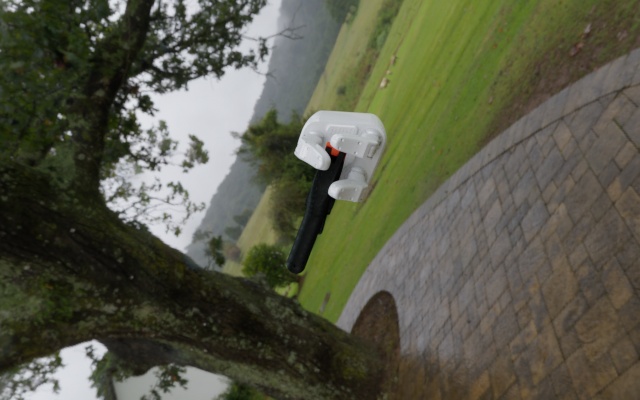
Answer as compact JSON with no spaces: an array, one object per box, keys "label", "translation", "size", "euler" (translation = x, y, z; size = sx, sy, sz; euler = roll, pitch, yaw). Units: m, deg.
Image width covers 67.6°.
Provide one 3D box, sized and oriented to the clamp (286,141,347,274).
[{"label":"clamp","translation":[0.000,0.002,0.631],"size":[0.039,0.171,0.120],"euler":[21,20,-1]}]
